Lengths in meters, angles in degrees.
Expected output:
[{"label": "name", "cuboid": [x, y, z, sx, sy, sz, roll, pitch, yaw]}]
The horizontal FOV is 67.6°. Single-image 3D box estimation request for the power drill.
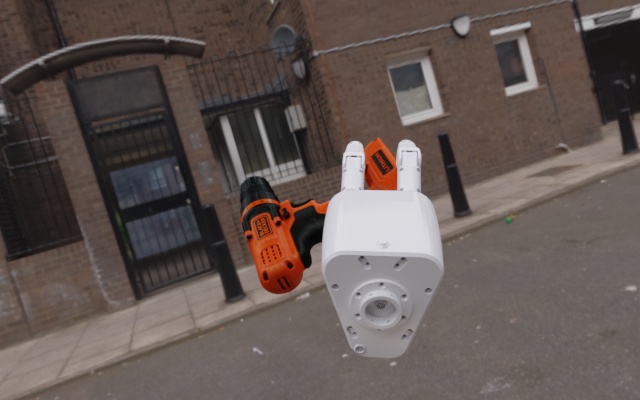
[{"label": "power drill", "cuboid": [0.001, 0.002, 0.539, 0.187, 0.057, 0.184, -26, 41, 1]}]
